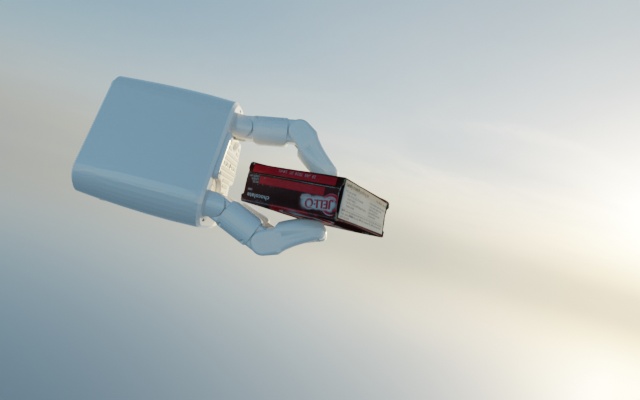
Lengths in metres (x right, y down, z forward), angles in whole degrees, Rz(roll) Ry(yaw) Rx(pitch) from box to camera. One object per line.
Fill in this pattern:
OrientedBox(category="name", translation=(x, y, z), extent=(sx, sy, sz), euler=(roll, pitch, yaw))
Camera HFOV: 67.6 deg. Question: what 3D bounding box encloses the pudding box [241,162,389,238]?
OrientedBox(category="pudding box", translation=(0.000, 0.001, 0.418), extent=(0.090, 0.039, 0.113), euler=(12, -3, 28))
